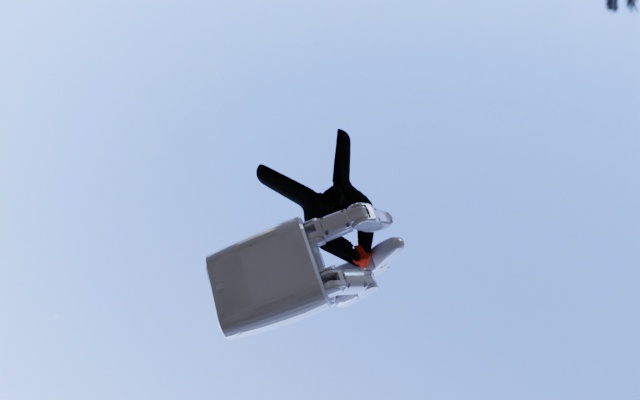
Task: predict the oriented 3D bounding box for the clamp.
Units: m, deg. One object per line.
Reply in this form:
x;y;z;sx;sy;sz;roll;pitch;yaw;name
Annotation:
0.000;0.002;0.542;0.120;0.171;0.039;-21;-29;1;clamp
